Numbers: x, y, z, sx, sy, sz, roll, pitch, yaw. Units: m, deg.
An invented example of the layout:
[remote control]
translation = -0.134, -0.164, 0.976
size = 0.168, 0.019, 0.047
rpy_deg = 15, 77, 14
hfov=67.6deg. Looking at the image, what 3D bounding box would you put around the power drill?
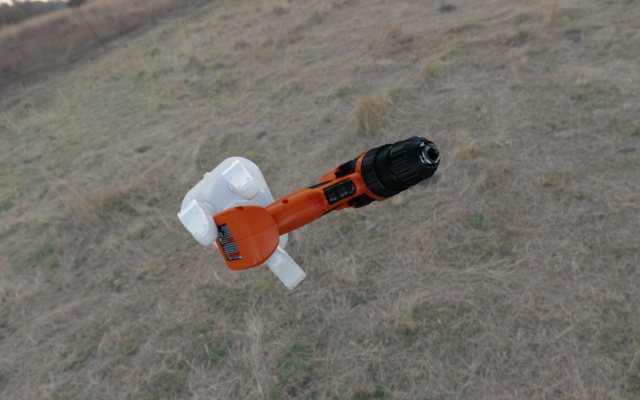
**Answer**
[power drill]
translation = 0.000, 0.002, 0.453
size = 0.187, 0.057, 0.184
rpy_deg = -23, 0, -29
